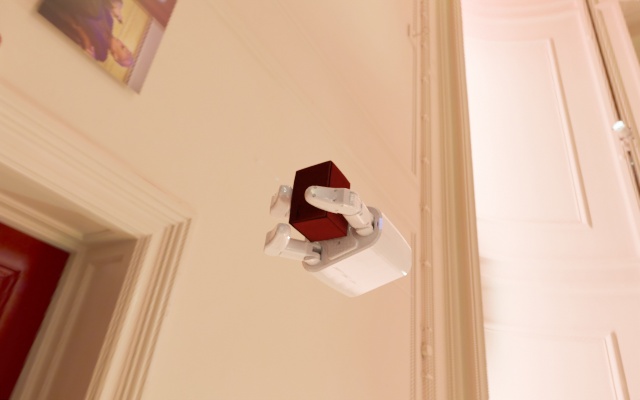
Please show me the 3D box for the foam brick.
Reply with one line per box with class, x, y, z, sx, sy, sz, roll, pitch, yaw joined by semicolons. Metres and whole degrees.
foam brick;0.000;0.002;0.573;0.053;0.078;0.051;-13;-36;29
